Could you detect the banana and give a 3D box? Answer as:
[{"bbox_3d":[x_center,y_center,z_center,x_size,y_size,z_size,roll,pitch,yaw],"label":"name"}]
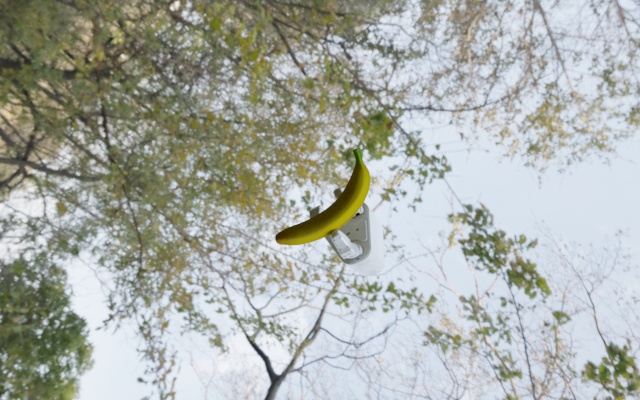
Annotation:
[{"bbox_3d":[0.016,0.013,0.754,0.069,0.198,0.037,43,3,9],"label":"banana"}]
